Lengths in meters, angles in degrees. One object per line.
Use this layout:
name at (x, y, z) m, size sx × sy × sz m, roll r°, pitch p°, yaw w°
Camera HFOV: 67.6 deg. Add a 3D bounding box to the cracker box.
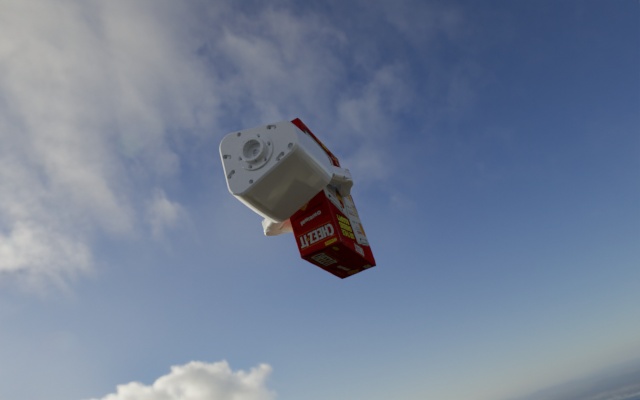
cracker box at (0.000, 0.002, 0.747) m, size 0.072 × 0.213 × 0.164 m, roll -25°, pitch -27°, yaw 15°
